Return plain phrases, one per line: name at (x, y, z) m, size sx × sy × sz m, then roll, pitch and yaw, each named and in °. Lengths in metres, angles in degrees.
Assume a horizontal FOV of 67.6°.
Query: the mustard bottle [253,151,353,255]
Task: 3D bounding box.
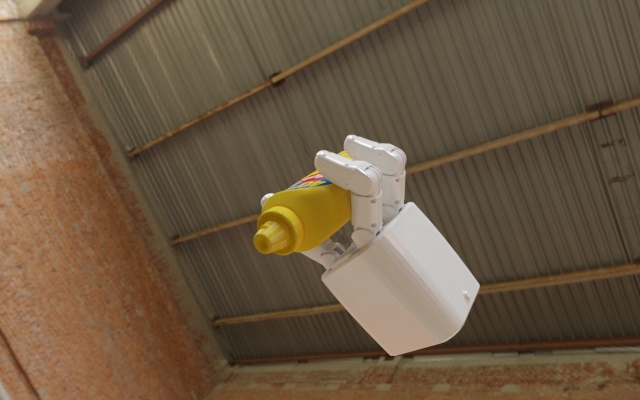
mustard bottle at (0.000, 0.001, 0.457) m, size 0.096 × 0.058 × 0.191 m, roll -13°, pitch 14°, yaw 35°
